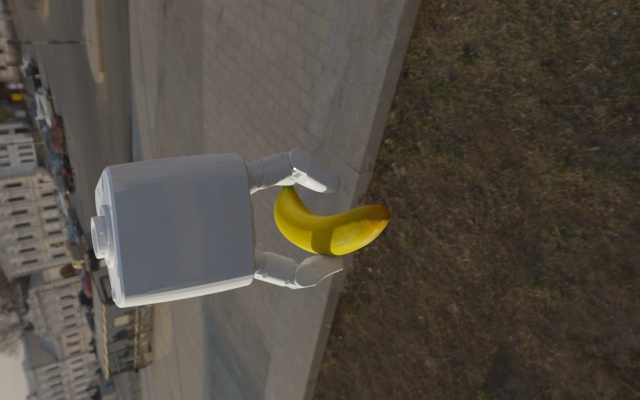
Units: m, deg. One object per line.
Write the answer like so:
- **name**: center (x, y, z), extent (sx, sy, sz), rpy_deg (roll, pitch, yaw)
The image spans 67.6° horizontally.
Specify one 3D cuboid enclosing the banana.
- **banana**: center (-0.003, 0.019, 0.474), extent (0.037, 0.069, 0.197), rpy_deg (-3, 14, -31)
